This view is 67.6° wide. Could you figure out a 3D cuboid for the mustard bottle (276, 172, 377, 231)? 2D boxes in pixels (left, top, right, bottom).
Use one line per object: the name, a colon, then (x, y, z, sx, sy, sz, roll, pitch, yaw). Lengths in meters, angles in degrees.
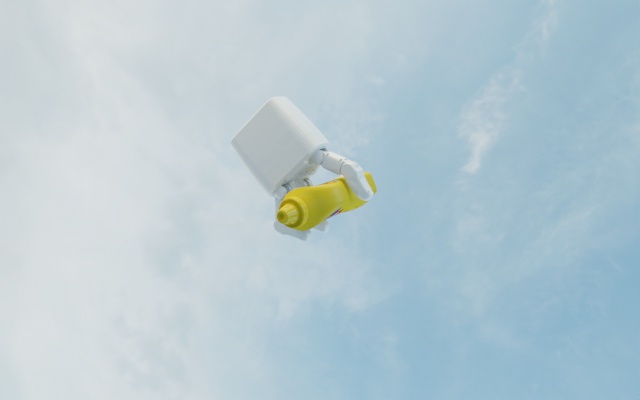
mustard bottle: (0.000, 0.002, 0.680, 0.096, 0.058, 0.191, -20, -1, 33)
